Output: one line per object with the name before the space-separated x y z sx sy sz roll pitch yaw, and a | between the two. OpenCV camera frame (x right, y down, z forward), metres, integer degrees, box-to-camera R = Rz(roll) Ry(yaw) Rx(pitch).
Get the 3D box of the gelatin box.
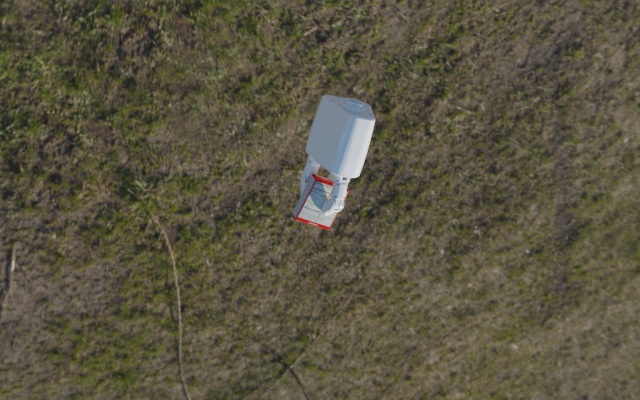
gelatin box | 0.000 0.003 0.874 0.073 0.089 0.030 19 18 -28
